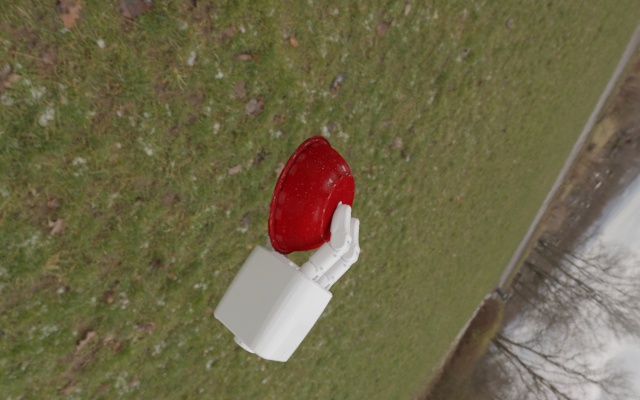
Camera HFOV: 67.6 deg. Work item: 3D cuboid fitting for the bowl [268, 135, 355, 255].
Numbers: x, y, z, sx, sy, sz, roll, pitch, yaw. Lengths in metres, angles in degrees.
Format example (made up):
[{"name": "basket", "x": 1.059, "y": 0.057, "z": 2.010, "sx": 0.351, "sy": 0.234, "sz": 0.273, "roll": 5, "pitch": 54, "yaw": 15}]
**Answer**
[{"name": "bowl", "x": 0.001, "y": 0.001, "z": 0.610, "sx": 0.055, "sy": 0.162, "sz": 0.162, "roll": 19, "pitch": 8, "yaw": 23}]
